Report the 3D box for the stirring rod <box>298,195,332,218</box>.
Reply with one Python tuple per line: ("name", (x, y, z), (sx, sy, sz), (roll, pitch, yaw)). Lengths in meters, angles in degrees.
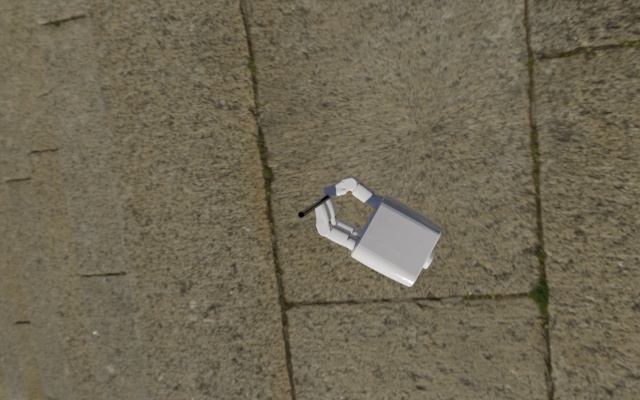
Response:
("stirring rod", (0.000, 0.002, 0.722), (0.011, 0.011, 0.239), (0, 8, 12))
